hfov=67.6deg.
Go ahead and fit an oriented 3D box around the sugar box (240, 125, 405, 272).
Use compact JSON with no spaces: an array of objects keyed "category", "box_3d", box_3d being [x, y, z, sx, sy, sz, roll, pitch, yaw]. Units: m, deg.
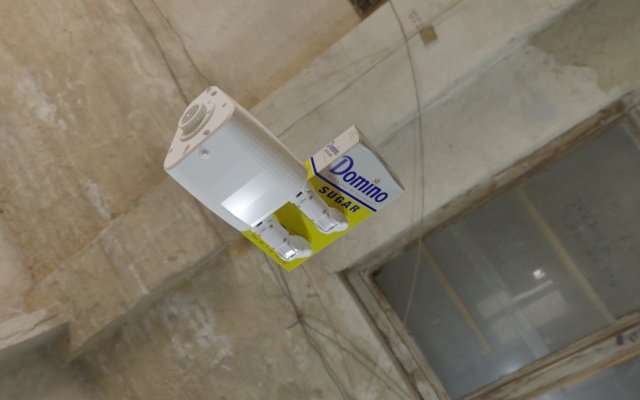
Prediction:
[{"category":"sugar box","box_3d":[0.000,0.002,0.560,0.176,0.048,0.093,-35,-57,17]}]
